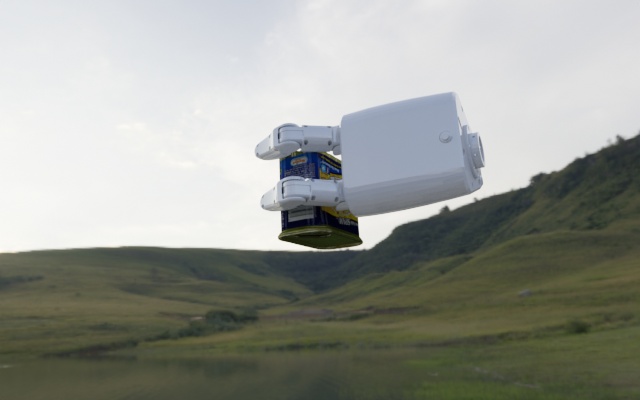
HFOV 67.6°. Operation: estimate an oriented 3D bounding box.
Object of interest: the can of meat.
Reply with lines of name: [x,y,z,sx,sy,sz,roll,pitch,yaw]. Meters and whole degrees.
can of meat: [0.000,0.001,0.491,0.057,0.084,0.102,-11,-17,28]
